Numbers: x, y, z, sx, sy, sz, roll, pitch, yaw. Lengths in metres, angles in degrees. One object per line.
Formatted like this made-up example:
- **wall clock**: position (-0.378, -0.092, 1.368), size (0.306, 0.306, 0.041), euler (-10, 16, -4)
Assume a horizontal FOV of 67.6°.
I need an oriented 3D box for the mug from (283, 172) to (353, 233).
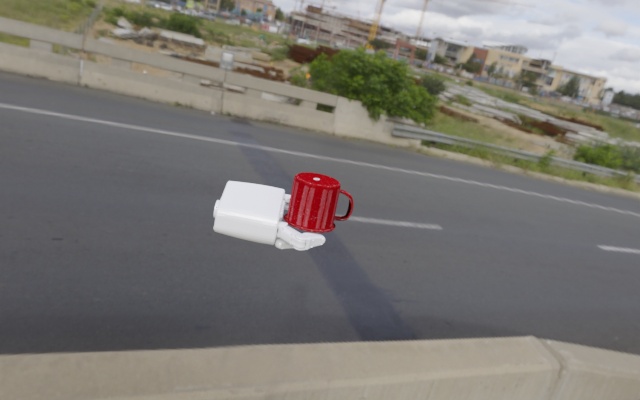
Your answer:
- **mug**: position (0.002, 0.003, 0.828), size (0.117, 0.081, 0.093), euler (10, 17, -5)
